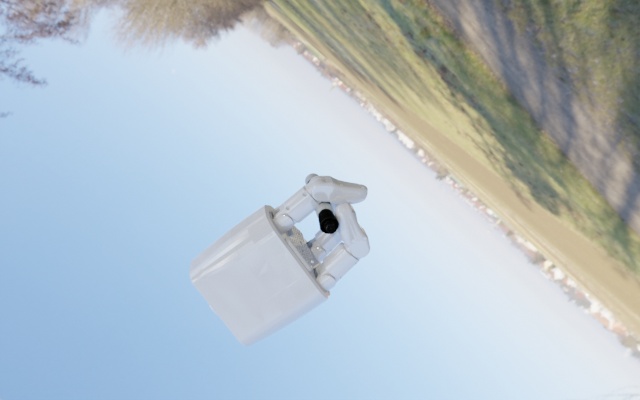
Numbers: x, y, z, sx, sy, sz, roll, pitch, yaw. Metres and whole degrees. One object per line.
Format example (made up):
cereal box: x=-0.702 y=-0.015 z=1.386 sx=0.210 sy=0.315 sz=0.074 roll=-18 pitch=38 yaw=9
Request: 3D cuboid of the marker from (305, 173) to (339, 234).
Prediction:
marker: x=0.000 y=0.002 z=0.505 sx=0.020 sy=0.020 sz=0.121 roll=0 pitch=25 yaw=-10
